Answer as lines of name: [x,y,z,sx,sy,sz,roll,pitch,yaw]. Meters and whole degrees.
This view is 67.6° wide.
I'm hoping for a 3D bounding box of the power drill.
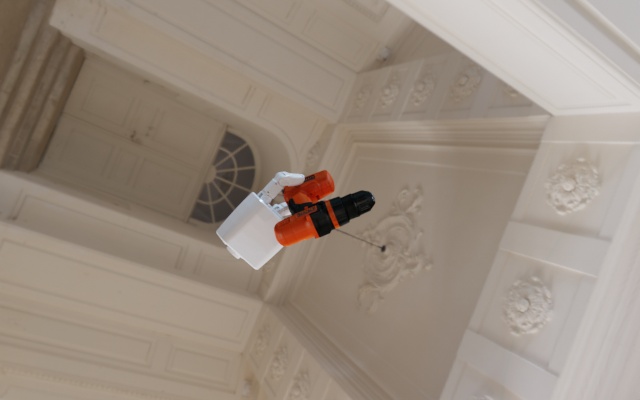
power drill: [0.000,0.003,0.890,0.184,0.057,0.187,-21,21,2]
